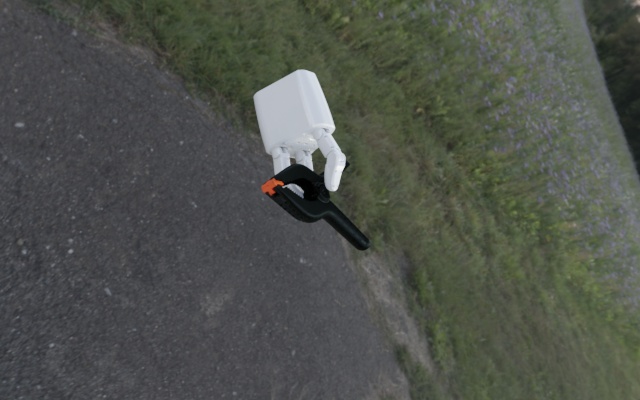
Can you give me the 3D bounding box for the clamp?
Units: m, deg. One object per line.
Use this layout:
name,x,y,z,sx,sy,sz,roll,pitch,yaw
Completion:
clamp,0.000,0.002,0.738,0.036,0.164,0.210,-30,-21,35
